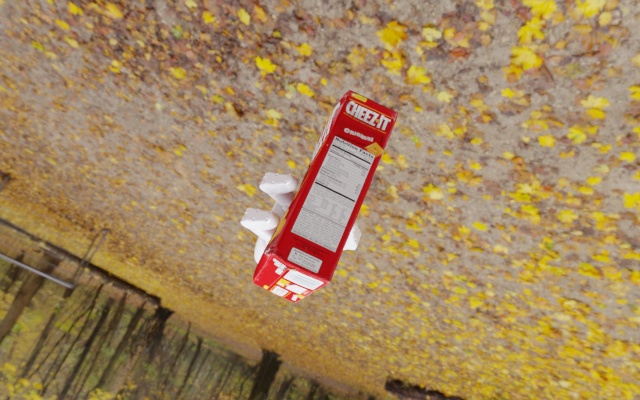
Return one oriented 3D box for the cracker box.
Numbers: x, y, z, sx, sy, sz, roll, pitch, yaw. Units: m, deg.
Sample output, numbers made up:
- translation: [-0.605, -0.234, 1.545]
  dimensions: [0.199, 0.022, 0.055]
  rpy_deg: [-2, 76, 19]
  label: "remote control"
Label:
- translation: [0.000, 0.002, 0.564]
  dimensions: [0.072, 0.213, 0.164]
  rpy_deg: [26, -23, -5]
  label: "cracker box"
